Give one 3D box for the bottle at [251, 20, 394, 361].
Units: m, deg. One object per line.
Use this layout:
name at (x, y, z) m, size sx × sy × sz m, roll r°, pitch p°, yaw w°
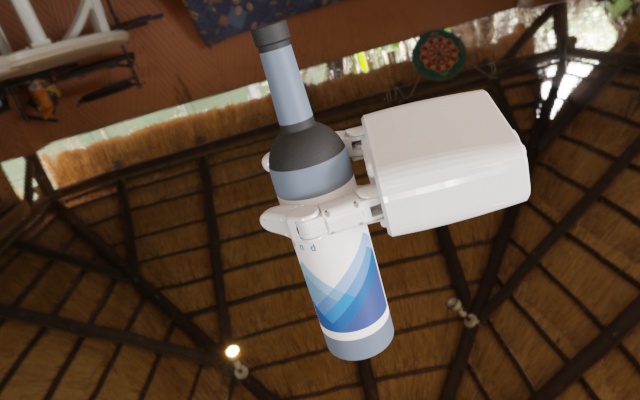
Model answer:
bottle at (0.000, 0.002, 0.406) m, size 0.069 × 0.296 × 0.069 m, roll -14°, pitch 23°, yaw 6°
